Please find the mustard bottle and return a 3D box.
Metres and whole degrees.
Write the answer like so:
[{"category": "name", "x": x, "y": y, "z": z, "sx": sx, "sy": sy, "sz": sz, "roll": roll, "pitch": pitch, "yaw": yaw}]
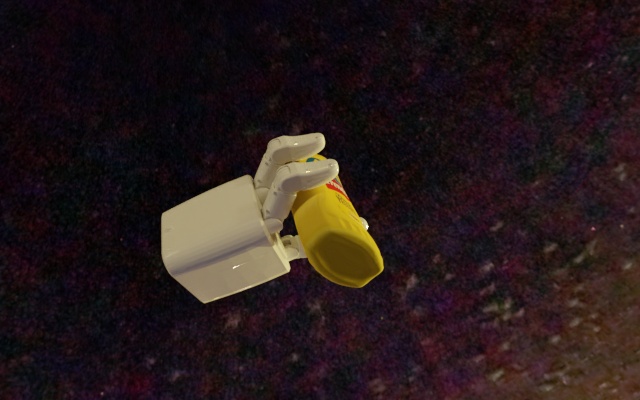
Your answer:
[{"category": "mustard bottle", "x": 0.000, "y": 0.002, "z": 0.518, "sx": 0.096, "sy": 0.058, "sz": 0.191, "roll": 38, "pitch": 17, "yaw": -36}]
